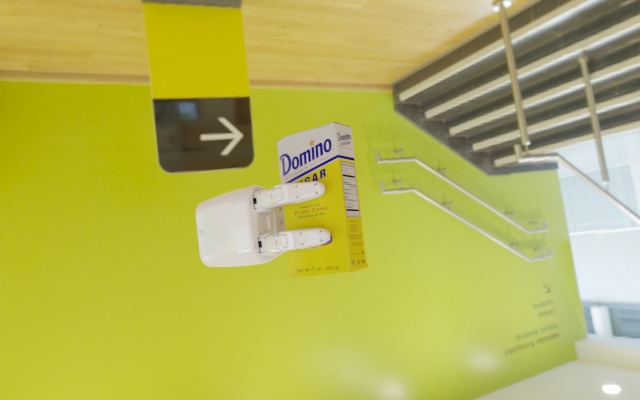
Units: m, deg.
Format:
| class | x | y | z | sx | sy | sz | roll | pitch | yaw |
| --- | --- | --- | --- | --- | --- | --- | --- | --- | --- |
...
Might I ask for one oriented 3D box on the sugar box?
| class | x | y | z | sx | sy | sz | roll | pitch | yaw |
| --- | --- | --- | --- | --- | --- | --- | --- | --- | --- |
| sugar box | 0.000 | 0.002 | 0.582 | 0.093 | 0.176 | 0.048 | -12 | -6 | 35 |
